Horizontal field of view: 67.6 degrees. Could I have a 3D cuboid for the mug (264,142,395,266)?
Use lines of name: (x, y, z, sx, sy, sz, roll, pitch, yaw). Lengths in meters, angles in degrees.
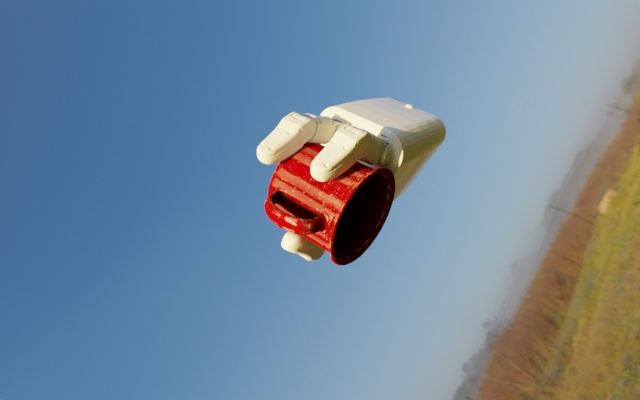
mug: (-0.001, 0.002, 0.417, 0.081, 0.093, 0.117, 29, 32, 29)
